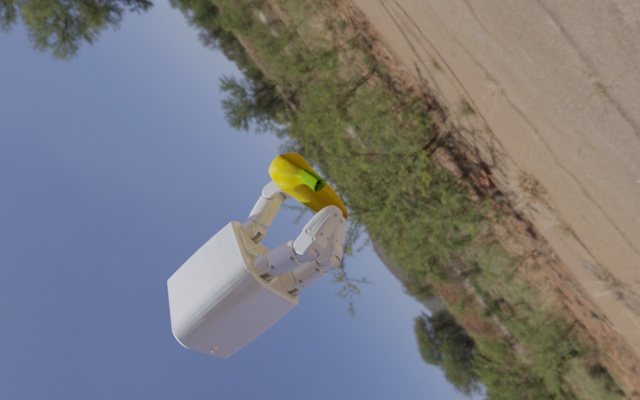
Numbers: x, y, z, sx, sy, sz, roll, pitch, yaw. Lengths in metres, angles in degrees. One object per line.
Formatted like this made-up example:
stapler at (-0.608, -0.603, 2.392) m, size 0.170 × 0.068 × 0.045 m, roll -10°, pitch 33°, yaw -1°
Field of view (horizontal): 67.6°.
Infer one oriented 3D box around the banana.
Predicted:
banana at (-0.013, -0.012, 0.493) m, size 0.037 × 0.069 × 0.198 m, roll -43°, pitch -13°, yaw 2°
